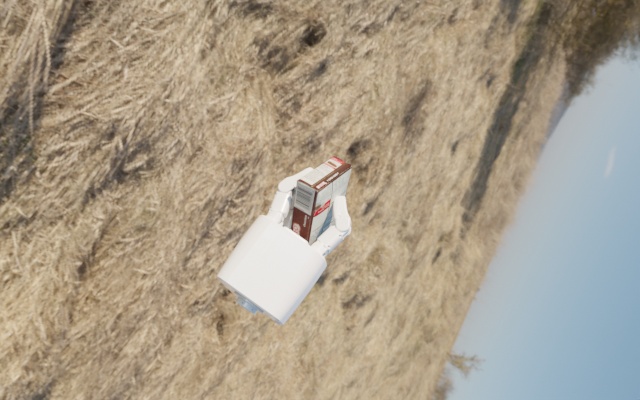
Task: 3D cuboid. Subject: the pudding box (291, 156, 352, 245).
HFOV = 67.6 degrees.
[{"bbox_3d":[0.000,0.002,0.707,0.039,0.114,0.090,31,44,21],"label":"pudding box"}]
